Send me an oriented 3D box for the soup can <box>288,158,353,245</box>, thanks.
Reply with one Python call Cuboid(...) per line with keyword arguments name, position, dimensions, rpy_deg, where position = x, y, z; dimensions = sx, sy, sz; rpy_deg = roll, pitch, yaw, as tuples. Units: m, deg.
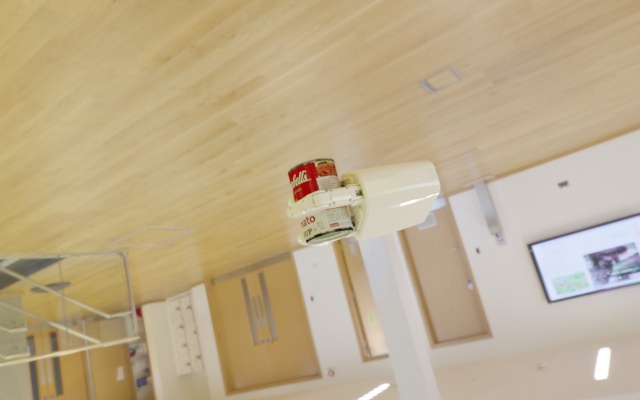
Cuboid(name="soup can", position=(0.000, 0.002, 0.649), dimensions=(0.068, 0.102, 0.068), rpy_deg=(-14, -13, -3))
